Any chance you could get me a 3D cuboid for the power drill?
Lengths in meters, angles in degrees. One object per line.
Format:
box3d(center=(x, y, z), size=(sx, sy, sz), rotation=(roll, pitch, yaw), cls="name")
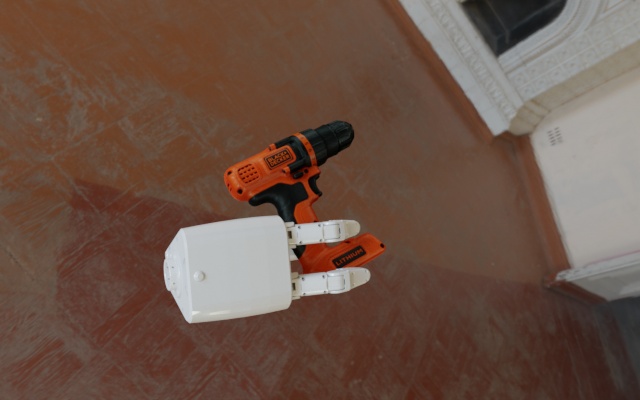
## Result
box3d(center=(0.000, 0.002, 0.595), size=(0.184, 0.187, 0.057), rotation=(-28, -12, -19), cls="power drill")
